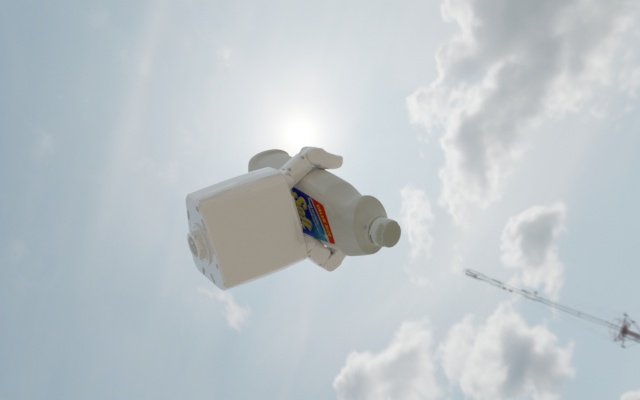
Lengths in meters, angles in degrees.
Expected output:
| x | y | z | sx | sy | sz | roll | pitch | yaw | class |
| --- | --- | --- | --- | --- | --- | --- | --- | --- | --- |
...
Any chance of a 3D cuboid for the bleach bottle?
| x | y | z | sx | sy | sz | roll | pitch | yaw | class |
| --- | --- | --- | --- | --- | --- | --- | --- | --- | --- |
| 0.000 | 0.002 | 0.590 | 0.068 | 0.103 | 0.250 | -20 | 23 | -31 | bleach bottle |
